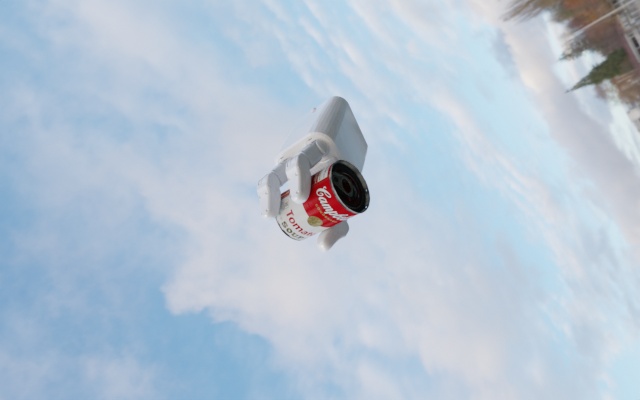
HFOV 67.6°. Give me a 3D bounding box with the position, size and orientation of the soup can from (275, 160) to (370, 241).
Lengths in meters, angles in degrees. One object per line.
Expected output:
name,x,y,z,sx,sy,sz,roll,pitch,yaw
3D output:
soup can,0.000,0.002,0.585,0.102,0.068,0.068,-28,-18,37
